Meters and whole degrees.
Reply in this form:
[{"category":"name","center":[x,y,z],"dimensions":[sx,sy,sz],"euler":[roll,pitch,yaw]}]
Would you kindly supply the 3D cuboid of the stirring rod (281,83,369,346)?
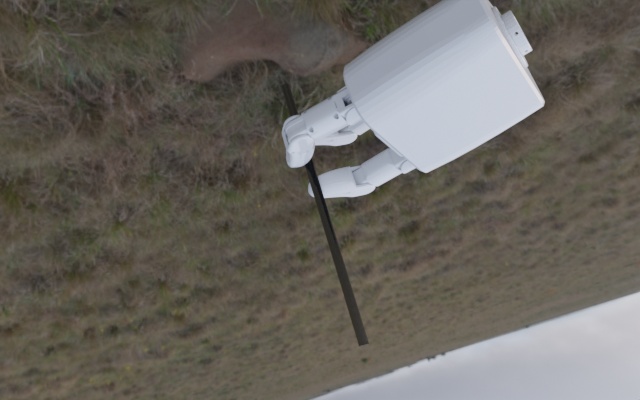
[{"category":"stirring rod","center":[0.000,0.001,0.402],"dimensions":[0.011,0.239,0.011],"euler":[-15,-20,-6]}]
